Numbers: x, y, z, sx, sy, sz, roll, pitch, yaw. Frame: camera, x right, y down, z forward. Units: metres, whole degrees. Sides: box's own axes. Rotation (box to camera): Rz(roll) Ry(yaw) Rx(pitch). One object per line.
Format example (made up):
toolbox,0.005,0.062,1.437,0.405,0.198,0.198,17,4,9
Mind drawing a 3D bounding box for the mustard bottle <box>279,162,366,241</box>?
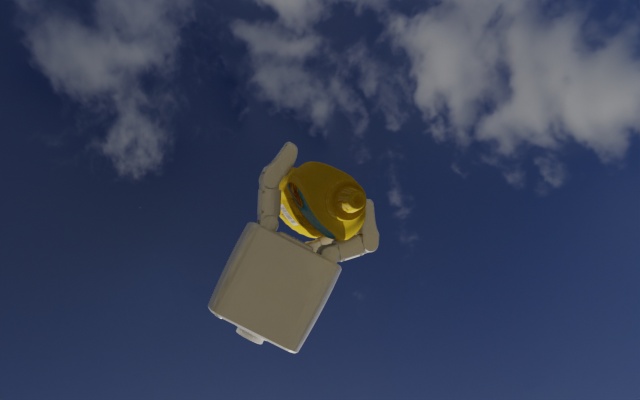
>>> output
mustard bottle,0.000,0.002,0.539,0.058,0.096,0.191,-39,12,-17
